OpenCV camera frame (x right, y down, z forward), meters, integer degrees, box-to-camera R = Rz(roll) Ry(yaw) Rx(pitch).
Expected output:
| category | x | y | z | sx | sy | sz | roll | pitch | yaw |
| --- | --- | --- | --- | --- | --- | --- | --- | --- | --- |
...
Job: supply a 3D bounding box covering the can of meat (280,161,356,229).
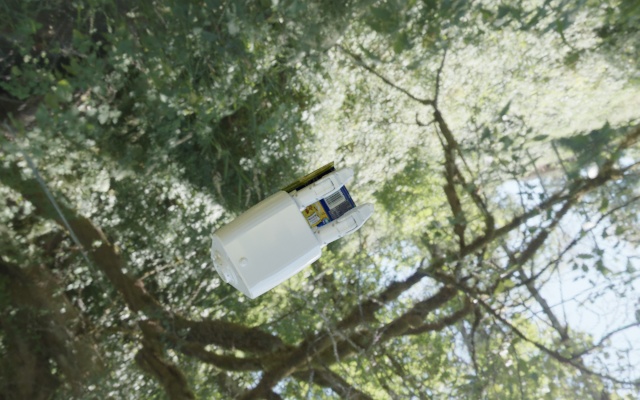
| category | x | y | z | sx | sy | sz | roll | pitch | yaw |
| --- | --- | --- | --- | --- | --- | --- | --- | --- | --- |
| can of meat | 0.000 | 0.002 | 0.657 | 0.057 | 0.084 | 0.102 | -32 | 5 | -28 |
